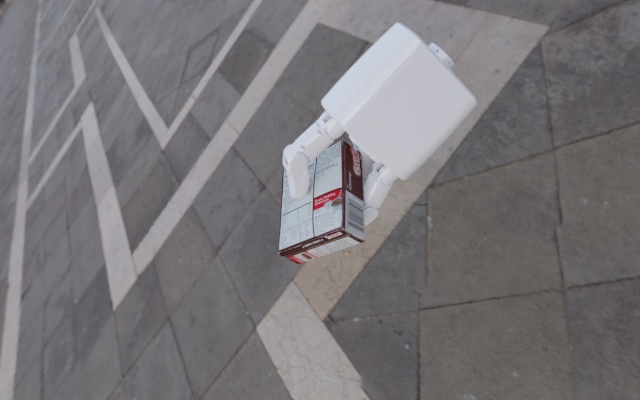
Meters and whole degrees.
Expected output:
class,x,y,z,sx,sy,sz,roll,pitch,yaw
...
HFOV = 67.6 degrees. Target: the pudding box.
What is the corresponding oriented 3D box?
class,x,y,z,sx,sy,sz,roll,pitch,yaw
pudding box,0.000,0.002,0.511,0.090,0.113,0.039,-24,-41,34
